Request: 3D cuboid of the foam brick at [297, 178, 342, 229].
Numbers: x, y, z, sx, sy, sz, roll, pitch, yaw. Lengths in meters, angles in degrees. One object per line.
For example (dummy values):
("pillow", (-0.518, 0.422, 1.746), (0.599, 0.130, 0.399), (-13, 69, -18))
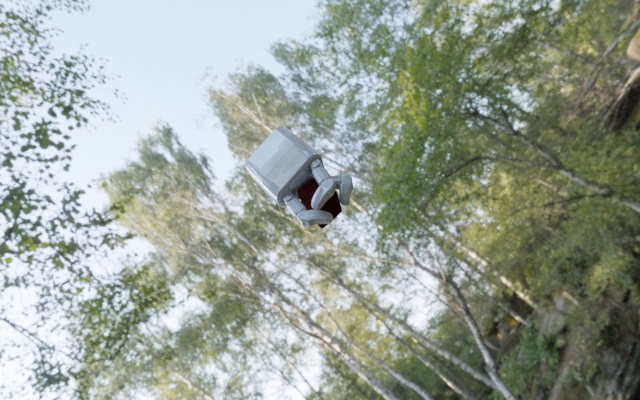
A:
("foam brick", (0.000, 0.003, 0.866), (0.051, 0.053, 0.078), (43, -15, 29))
